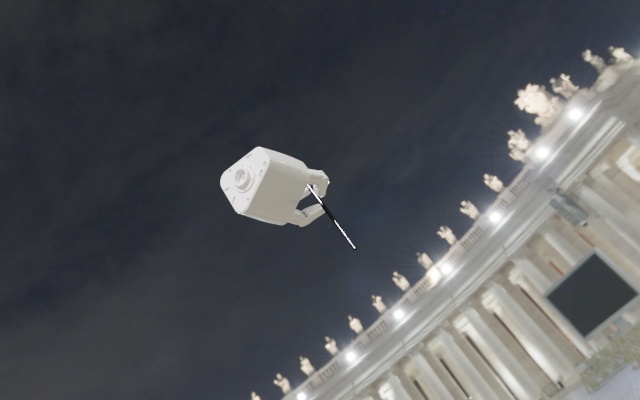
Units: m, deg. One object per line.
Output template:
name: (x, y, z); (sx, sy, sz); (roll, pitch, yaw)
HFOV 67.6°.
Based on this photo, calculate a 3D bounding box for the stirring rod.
stirring rod: (0.000, 0.003, 0.897); (0.011, 0.011, 0.239); (0, 43, -43)
